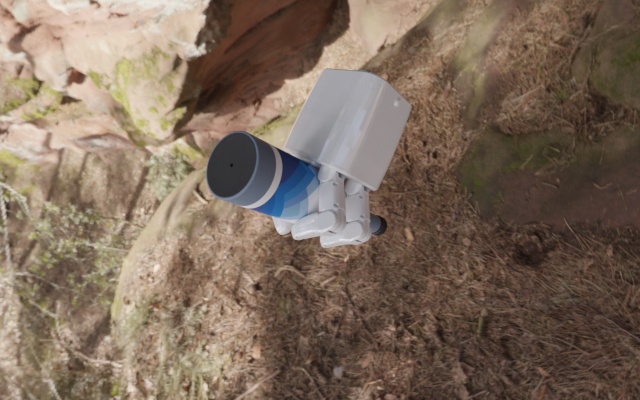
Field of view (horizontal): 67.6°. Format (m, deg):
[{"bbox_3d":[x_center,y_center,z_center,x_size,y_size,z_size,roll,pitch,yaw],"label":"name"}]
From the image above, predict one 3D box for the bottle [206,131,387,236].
[{"bbox_3d":[0.000,0.002,0.552,0.069,0.069,0.296,0,-14,35],"label":"bottle"}]
